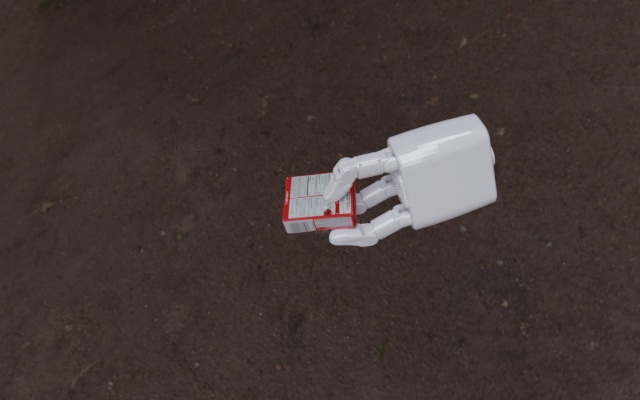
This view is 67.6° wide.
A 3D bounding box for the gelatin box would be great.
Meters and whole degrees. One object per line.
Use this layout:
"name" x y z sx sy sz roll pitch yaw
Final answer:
"gelatin box" 0.000 0.002 0.597 0.089 0.073 0.030 -5 -40 8
